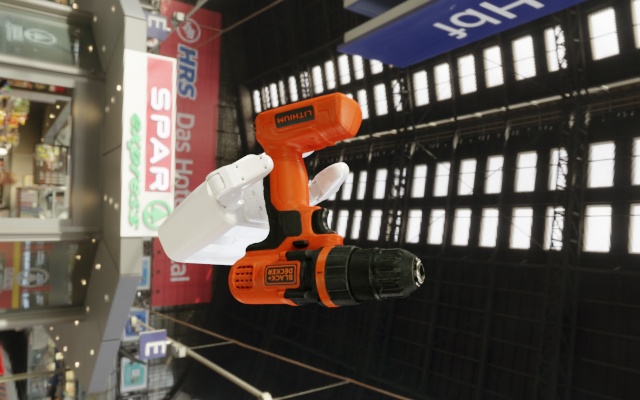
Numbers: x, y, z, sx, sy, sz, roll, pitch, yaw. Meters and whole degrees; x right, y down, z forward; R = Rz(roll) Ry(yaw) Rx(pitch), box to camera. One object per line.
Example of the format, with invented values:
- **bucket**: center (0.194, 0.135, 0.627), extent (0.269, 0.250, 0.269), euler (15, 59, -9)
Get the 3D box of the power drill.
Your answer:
- **power drill**: center (0.000, 0.001, 0.434), extent (0.184, 0.187, 0.057), euler (-7, -19, 27)
